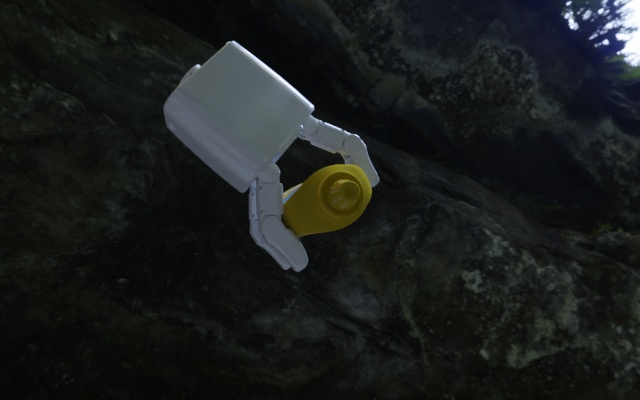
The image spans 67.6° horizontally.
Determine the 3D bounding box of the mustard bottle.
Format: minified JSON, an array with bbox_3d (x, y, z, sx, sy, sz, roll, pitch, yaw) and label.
[{"bbox_3d":[0.000,0.002,0.487,0.096,0.058,0.191,-27,1,-16],"label":"mustard bottle"}]
